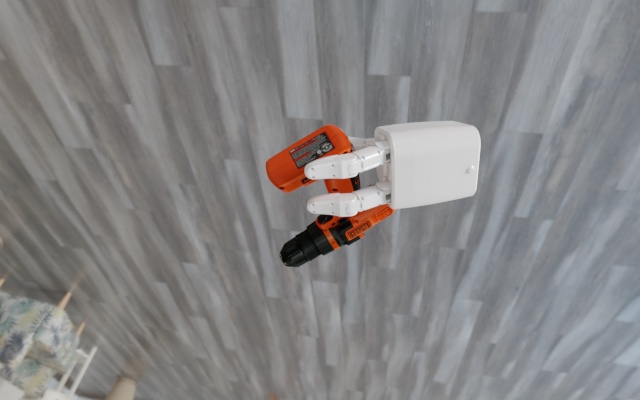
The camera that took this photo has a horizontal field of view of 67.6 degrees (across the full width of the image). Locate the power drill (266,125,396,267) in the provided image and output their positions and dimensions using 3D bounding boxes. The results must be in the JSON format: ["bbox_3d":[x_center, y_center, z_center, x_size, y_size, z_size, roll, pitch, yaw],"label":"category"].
[{"bbox_3d":[0.000,0.002,0.633,0.184,0.057,0.188,-32,-39,0],"label":"power drill"}]
